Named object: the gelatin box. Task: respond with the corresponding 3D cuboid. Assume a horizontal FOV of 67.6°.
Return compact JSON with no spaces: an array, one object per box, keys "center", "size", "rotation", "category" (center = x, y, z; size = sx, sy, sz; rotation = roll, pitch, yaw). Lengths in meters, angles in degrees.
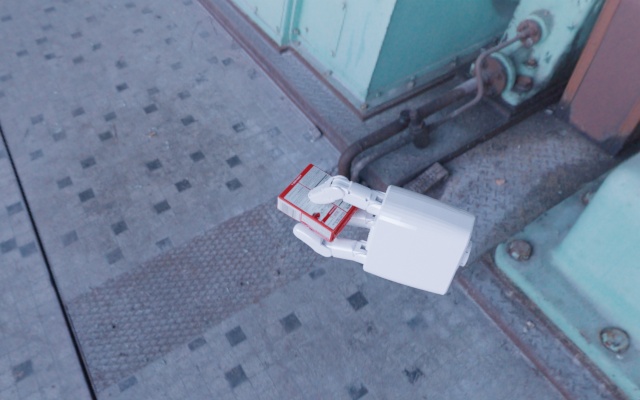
[{"center":[0.000,0.002,0.620],"size":[0.089,0.073,0.030],"rotation":[32,-33,14],"category":"gelatin box"}]
